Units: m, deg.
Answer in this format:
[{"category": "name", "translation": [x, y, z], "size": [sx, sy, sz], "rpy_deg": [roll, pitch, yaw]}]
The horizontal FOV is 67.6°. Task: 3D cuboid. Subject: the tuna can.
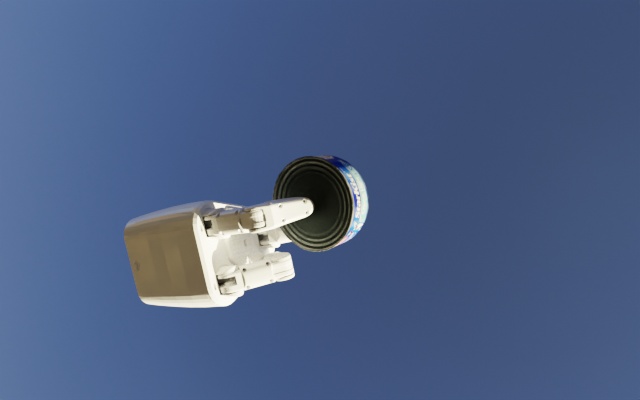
[{"category": "tuna can", "translation": [0.000, 0.001, 0.438], "size": [0.086, 0.086, 0.034], "rpy_deg": [0, 8, 33]}]
